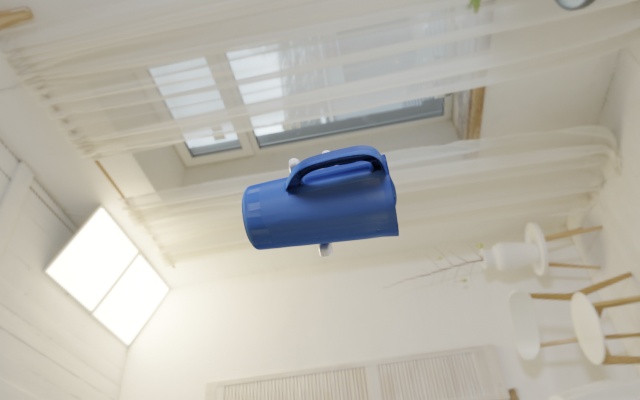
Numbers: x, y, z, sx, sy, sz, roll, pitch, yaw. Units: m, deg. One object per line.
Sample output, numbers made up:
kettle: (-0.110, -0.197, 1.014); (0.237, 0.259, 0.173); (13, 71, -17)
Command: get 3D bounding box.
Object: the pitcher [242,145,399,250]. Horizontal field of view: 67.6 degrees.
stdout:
pitcher: (0.000, 0.003, 0.769); (0.243, 0.149, 0.145); (-10, 2, 5)
